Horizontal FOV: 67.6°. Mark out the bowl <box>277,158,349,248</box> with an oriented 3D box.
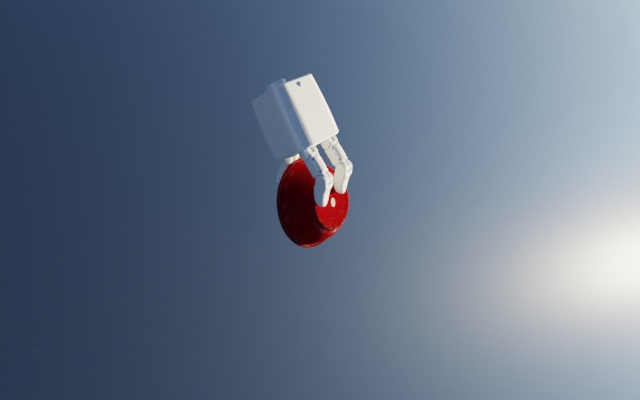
[{"bbox_3d":[0.001,0.004,0.826,0.055,0.162,0.162,0,0,41],"label":"bowl"}]
